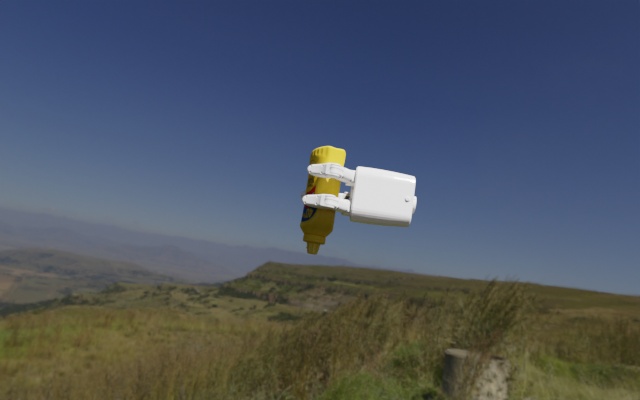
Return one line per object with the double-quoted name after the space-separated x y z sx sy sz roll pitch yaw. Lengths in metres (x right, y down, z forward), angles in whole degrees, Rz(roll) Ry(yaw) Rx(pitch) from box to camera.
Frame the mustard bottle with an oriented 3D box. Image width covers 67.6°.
0.000 0.003 0.871 0.058 0.191 0.096 12 -10 -21 "mustard bottle"
